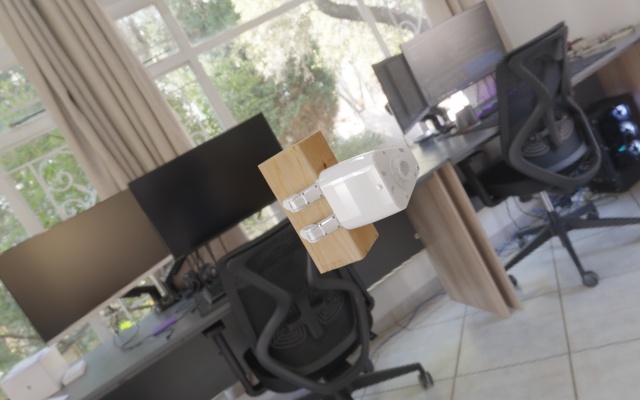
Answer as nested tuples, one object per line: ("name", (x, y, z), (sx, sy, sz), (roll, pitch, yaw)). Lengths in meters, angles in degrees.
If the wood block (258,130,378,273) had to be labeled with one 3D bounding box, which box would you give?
("wood block", (0.000, 0.002, 0.791), (0.090, 0.206, 0.090), (-24, 10, 31))
